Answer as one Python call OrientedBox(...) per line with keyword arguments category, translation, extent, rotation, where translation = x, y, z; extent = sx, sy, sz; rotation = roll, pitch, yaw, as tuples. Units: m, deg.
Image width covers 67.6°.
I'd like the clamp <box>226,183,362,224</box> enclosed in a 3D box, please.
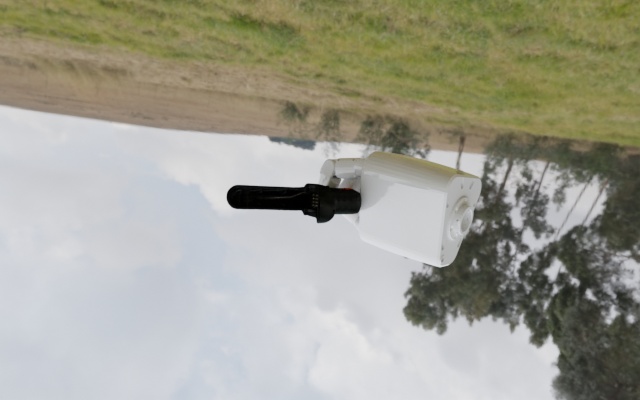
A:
OrientedBox(category="clamp", translation=(0.000, 0.002, 0.510), extent=(0.120, 0.039, 0.171), rotation=(17, 14, 38))
